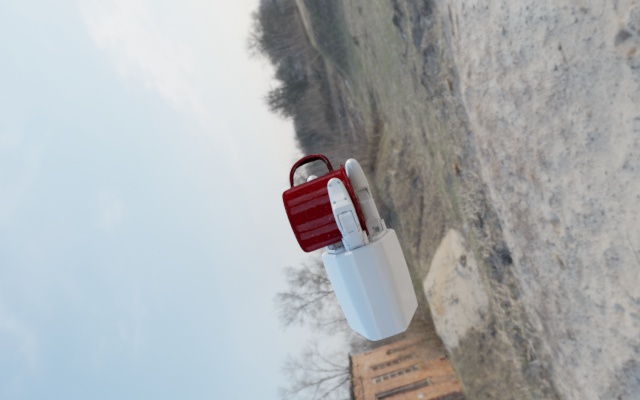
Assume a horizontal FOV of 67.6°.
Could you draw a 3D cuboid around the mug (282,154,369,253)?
[{"bbox_3d":[-0.001,0.001,0.576,0.081,0.117,0.093,-21,-2,2],"label":"mug"}]
